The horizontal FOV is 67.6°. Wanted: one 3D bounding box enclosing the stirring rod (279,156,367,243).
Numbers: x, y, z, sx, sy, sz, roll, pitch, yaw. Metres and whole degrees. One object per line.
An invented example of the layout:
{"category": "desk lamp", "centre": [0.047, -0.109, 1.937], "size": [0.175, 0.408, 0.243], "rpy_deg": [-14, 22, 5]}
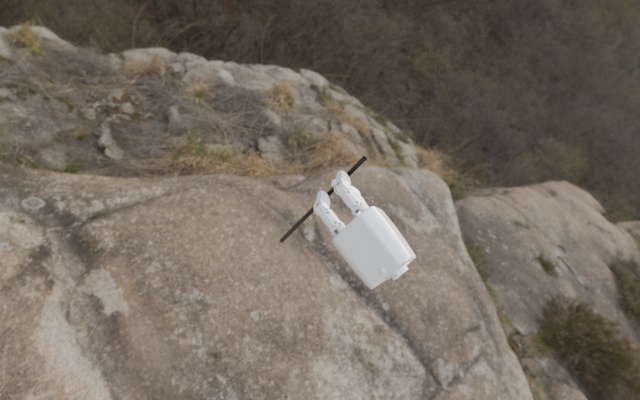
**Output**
{"category": "stirring rod", "centre": [0.000, 0.003, 0.872], "size": [0.239, 0.011, 0.011], "rpy_deg": [-45, -24, 26]}
